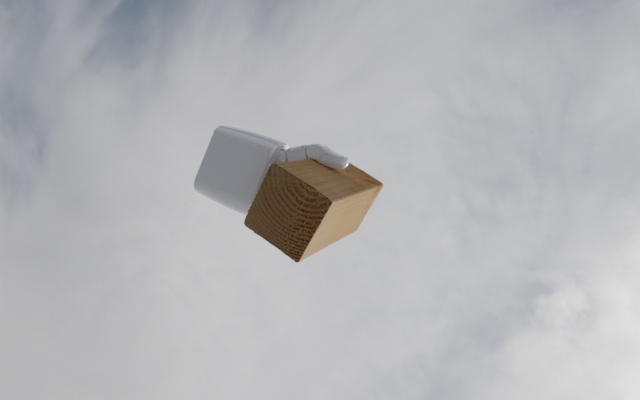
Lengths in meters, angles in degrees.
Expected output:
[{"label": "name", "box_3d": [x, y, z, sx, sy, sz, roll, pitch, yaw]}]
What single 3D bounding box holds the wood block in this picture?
[{"label": "wood block", "box_3d": [0.000, 0.002, 0.651, 0.090, 0.091, 0.206, 33, 19, 16]}]
